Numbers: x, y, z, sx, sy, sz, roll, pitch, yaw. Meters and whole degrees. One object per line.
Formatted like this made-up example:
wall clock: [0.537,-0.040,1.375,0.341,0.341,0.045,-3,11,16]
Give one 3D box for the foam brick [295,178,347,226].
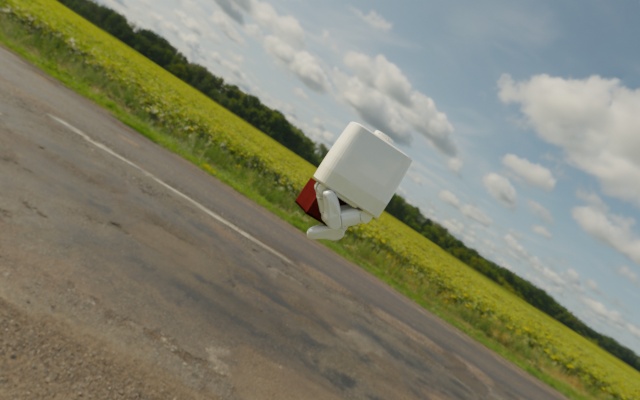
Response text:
foam brick: [0.000,0.003,0.796,0.053,0.051,0.078,31,4,-22]
